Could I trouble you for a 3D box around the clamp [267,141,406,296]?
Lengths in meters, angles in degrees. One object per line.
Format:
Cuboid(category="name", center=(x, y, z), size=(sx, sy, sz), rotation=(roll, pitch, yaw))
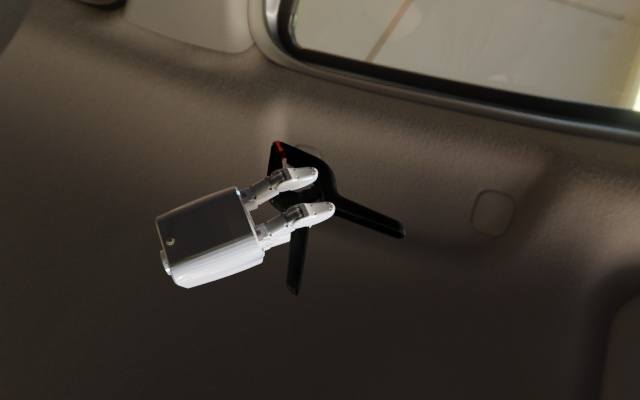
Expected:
Cuboid(category="clamp", center=(0.000, 0.002, 0.621), size=(0.164, 0.210, 0.036), rotation=(-19, -27, -14))
